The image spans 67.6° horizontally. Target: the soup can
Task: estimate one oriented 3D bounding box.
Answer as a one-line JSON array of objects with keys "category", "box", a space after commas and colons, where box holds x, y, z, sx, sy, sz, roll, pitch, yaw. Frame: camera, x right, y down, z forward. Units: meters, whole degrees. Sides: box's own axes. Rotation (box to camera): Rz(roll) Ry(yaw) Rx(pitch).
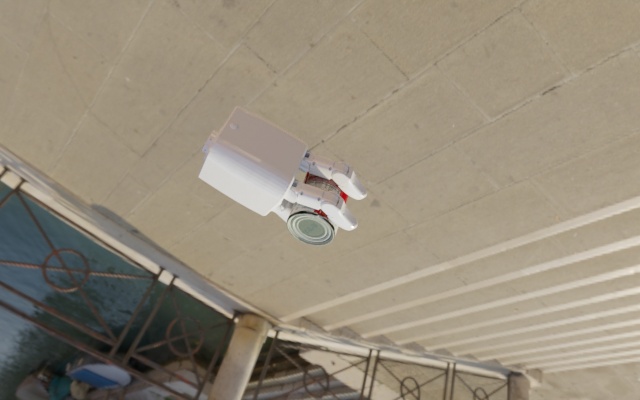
[{"category": "soup can", "box": [0.000, 0.003, 0.650, 0.068, 0.102, 0.069, 11, -41, 10]}]
